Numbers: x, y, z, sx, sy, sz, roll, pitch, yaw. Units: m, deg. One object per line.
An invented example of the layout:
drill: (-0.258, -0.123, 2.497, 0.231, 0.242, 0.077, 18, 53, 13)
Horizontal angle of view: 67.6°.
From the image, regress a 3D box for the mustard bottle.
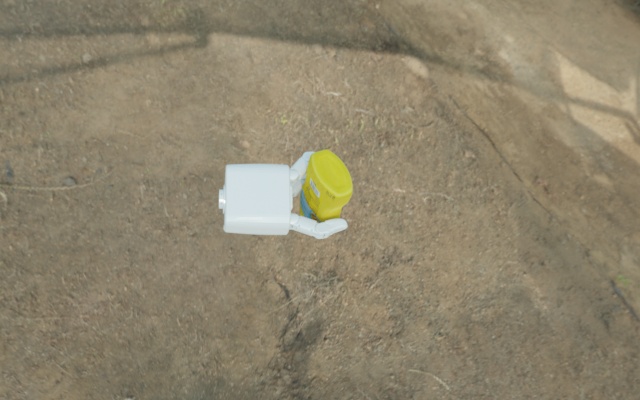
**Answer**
mustard bottle: (0.001, 0.003, 0.848, 0.058, 0.096, 0.192, -21, -25, -24)
